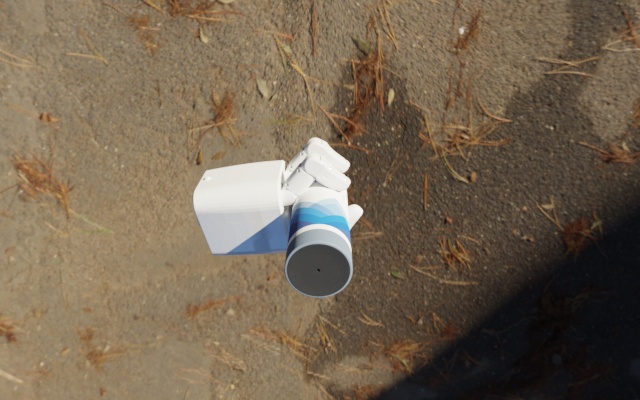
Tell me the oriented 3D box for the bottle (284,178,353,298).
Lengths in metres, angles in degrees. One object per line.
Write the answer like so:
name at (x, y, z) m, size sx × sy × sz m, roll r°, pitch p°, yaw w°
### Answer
bottle at (0.000, 0.002, 0.593) m, size 0.069 × 0.069 × 0.295 m, roll 0°, pitch 27°, yaw 1°
